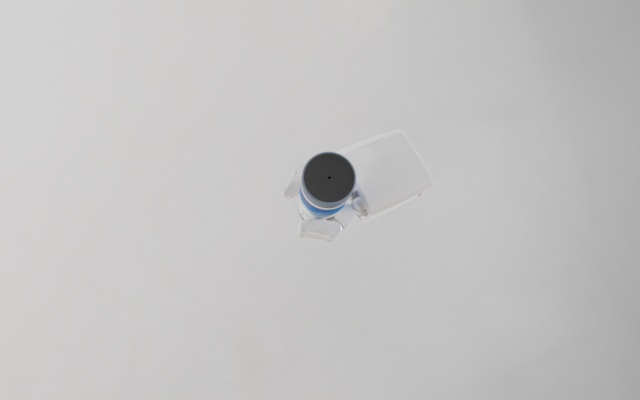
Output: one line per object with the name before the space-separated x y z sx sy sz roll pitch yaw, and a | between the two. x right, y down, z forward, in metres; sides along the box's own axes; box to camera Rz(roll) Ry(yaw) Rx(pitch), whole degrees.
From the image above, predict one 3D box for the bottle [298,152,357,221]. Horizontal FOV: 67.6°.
bottle | 0.000 0.002 0.719 0.069 0.069 0.296 0 -12 -4
